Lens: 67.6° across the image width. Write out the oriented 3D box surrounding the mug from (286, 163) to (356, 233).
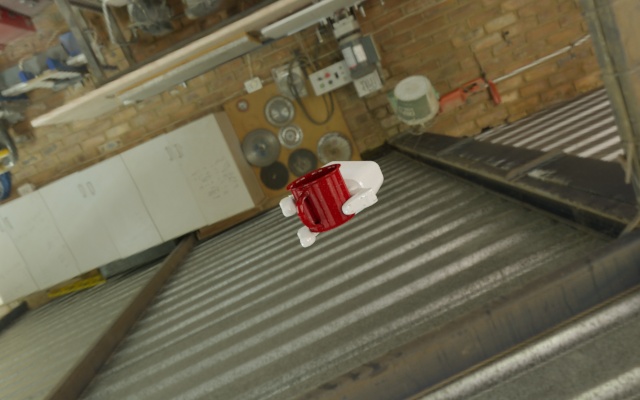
[{"bbox_3d":[0.000,0.003,0.736,0.093,0.081,0.117,-17,15,31],"label":"mug"}]
